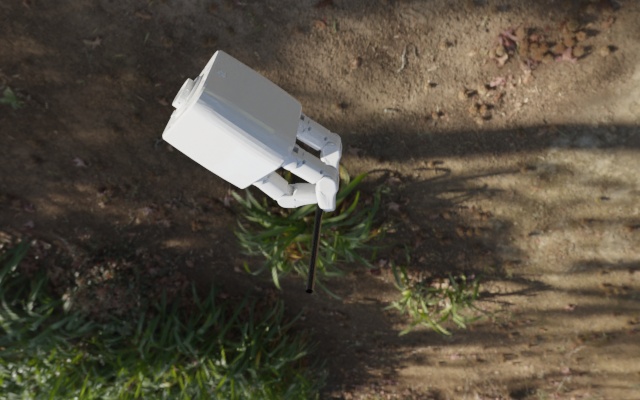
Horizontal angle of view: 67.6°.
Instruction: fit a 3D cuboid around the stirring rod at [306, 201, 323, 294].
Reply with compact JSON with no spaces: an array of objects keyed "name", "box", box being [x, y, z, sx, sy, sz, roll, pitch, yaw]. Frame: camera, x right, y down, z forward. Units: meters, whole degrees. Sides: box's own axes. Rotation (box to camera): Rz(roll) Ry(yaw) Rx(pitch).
[{"name":"stirring rod","box":[0.000,0.002,0.552,0.011,0.239,0.011,4,-43,3]}]
